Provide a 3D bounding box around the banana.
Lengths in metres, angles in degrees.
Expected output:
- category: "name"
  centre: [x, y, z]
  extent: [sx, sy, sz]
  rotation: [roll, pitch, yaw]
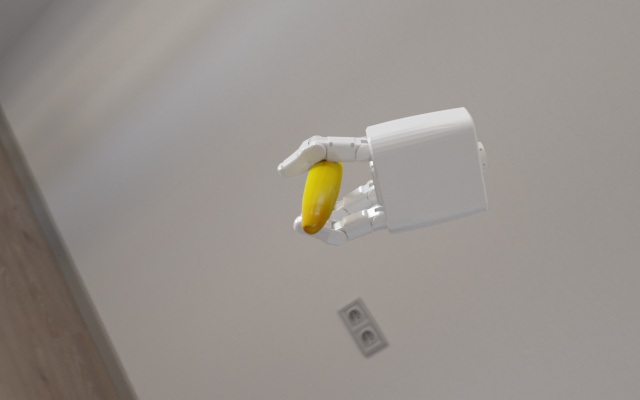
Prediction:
- category: "banana"
  centre: [0.004, -0.017, 0.527]
  extent: [0.037, 0.069, 0.197]
  rotation: [11, 10, 0]
